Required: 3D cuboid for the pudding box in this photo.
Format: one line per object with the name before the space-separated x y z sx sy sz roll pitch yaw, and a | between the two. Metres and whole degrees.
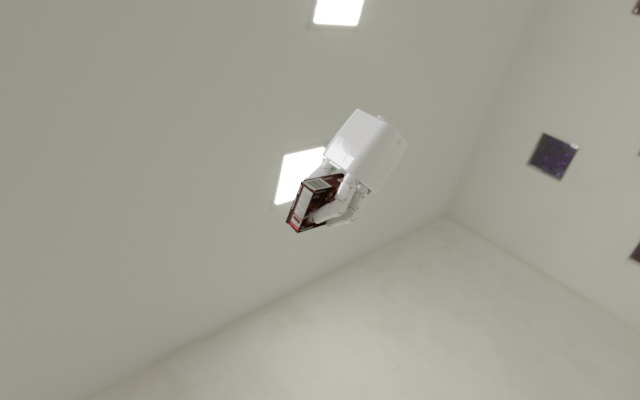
pudding box | 0.000 0.003 0.840 0.113 0.090 0.039 -12 42 -46
